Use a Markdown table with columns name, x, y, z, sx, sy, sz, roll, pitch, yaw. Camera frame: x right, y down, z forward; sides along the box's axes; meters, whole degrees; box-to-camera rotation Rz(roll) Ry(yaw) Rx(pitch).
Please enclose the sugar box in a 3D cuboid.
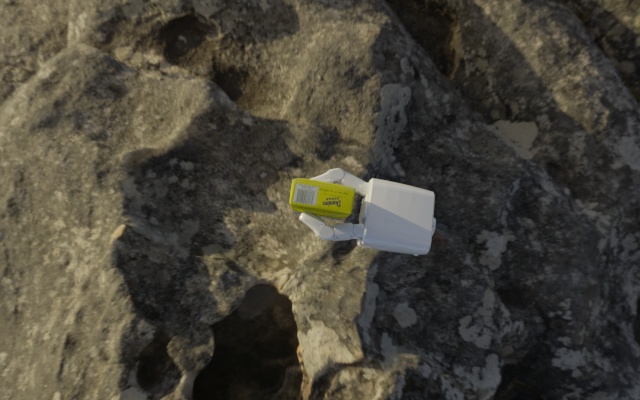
| name | x | y | z | sx | sy | sz | roll | pitch | yaw |
| --- | --- | --- | --- | --- | --- | --- | --- | --- | --- |
| sugar box | 0.000 | 0.003 | 0.769 | 0.093 | 0.048 | 0.176 | 10 | -8 | 0 |
